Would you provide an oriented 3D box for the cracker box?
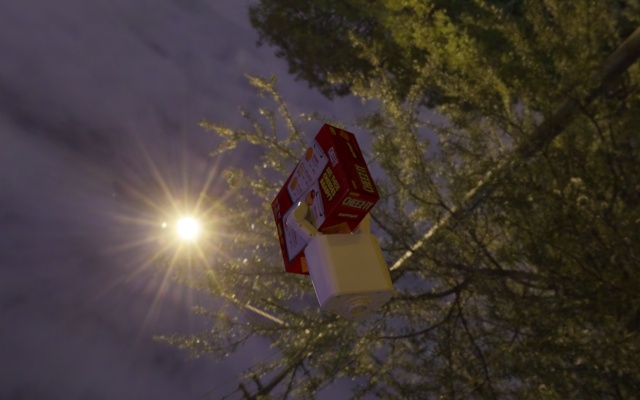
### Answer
[{"bbox_3d":[0.000,0.003,0.830,0.072,0.164,0.214,13,-49,-30],"label":"cracker box"}]
